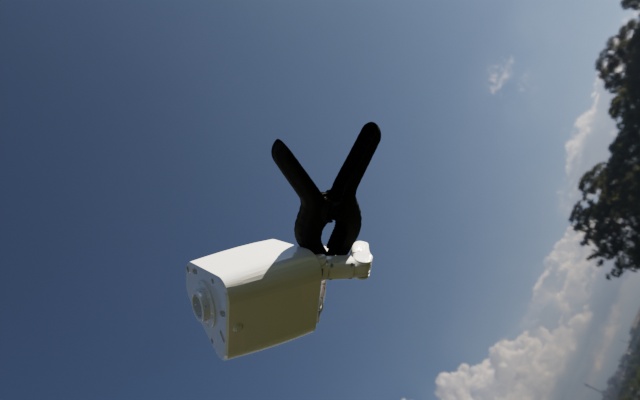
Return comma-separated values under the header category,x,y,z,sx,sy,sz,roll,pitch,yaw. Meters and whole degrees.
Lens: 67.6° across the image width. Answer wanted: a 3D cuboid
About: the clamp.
category,x,y,z,sx,sy,sz,roll,pitch,yaw
clamp,0.000,0.002,0.503,0.120,0.171,0.039,-3,23,-23
